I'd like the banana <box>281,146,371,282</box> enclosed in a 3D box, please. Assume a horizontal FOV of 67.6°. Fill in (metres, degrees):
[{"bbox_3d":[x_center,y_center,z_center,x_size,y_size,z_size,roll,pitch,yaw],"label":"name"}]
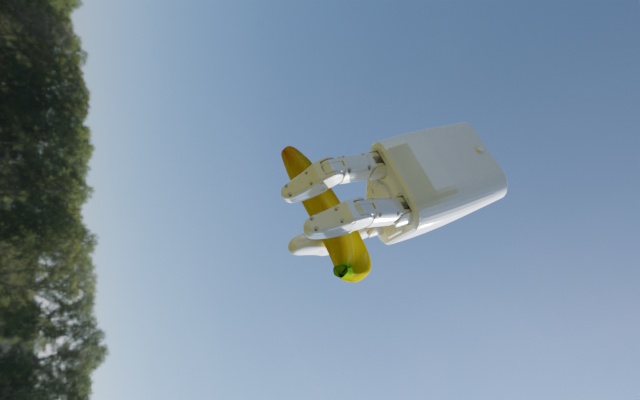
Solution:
[{"bbox_3d":[0.008,0.016,0.476,0.037,0.070,0.197,-29,42,0],"label":"banana"}]
